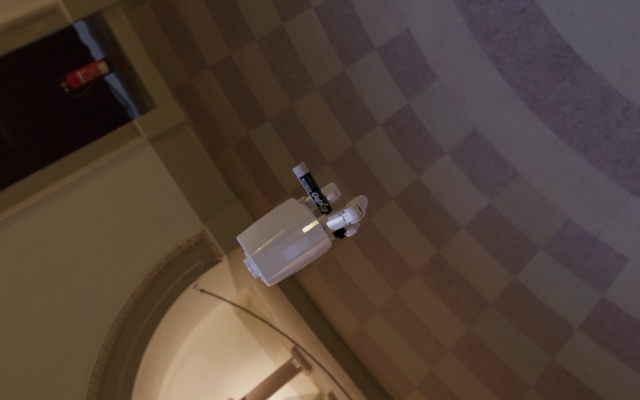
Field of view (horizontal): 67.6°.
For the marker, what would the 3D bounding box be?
[{"bbox_3d":[0.000,0.002,0.671,0.020,0.121,0.020,-31,9,5],"label":"marker"}]
